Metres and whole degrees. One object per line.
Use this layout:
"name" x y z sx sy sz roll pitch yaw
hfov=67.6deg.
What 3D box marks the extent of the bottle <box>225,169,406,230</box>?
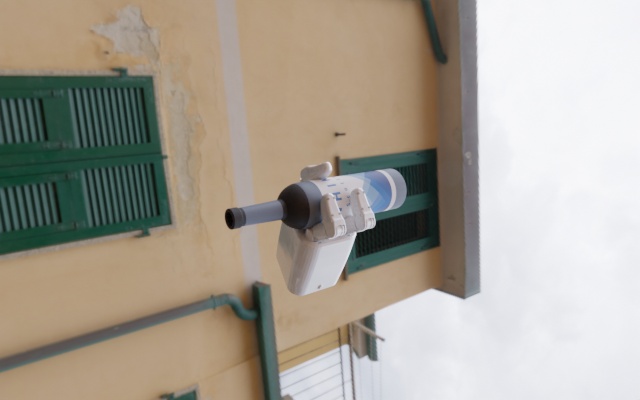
"bottle" 0.000 0.002 0.695 0.295 0.069 0.069 -11 6 -36
